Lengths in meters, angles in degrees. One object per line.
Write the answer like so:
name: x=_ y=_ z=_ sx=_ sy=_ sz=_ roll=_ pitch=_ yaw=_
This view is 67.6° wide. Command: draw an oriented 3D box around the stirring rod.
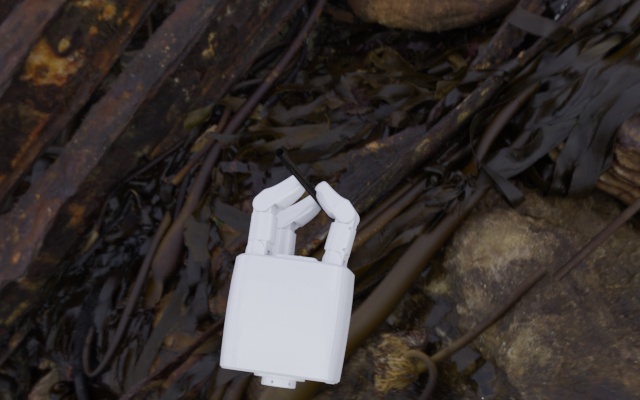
stirring rod: x=0.000 y=0.002 z=0.523 sx=0.011 sy=0.011 sz=0.240 roll=0 pitch=-21 yaw=19
